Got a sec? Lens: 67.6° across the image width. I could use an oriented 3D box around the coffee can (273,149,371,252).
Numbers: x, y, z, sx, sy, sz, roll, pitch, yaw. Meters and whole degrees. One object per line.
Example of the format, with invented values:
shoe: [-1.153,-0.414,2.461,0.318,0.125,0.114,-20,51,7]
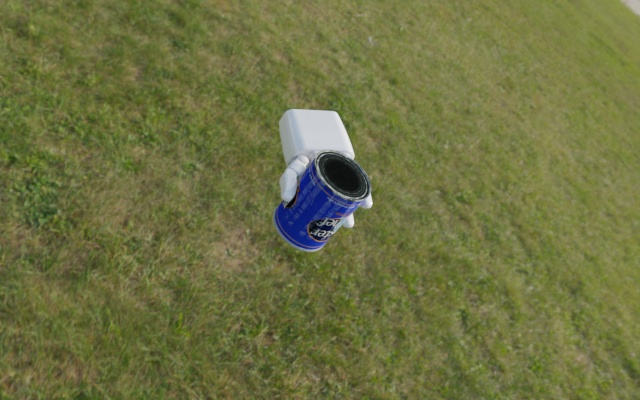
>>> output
coffee can: [0.000,0.003,0.769,0.103,0.102,0.140,0,-37,-40]
